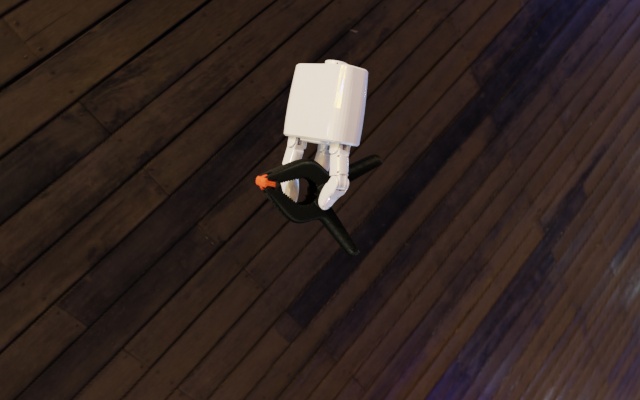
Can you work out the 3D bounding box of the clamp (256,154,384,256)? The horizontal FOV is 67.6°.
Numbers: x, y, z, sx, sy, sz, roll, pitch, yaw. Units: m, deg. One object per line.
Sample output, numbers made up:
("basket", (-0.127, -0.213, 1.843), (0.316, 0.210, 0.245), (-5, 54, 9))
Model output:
("clamp", (0.000, 0.002, 0.711), (0.210, 0.164, 0.036), (5, 6, -35))
